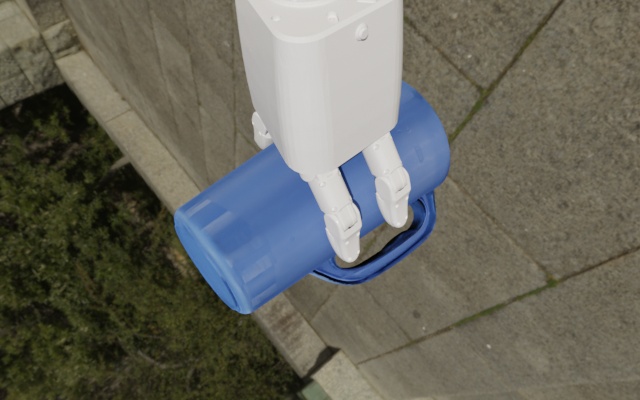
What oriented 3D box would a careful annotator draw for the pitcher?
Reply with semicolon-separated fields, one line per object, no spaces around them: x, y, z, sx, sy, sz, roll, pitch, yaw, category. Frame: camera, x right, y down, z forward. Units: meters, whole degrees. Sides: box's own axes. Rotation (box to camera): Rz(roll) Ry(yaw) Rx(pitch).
0.000;0.001;0.448;0.242;0.145;0.149;-35;58;-23;pitcher
